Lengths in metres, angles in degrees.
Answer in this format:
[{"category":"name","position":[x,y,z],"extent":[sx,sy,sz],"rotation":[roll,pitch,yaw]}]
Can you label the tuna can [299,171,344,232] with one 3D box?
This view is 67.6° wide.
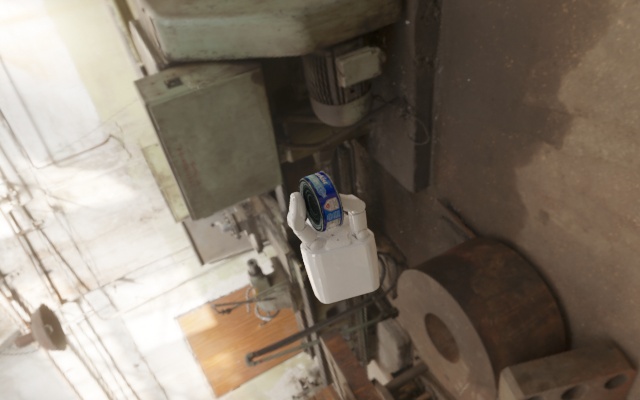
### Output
[{"category":"tuna can","position":[0.000,0.002,0.699],"extent":[0.034,0.086,0.086],"rotation":[-19,6,-17]}]
